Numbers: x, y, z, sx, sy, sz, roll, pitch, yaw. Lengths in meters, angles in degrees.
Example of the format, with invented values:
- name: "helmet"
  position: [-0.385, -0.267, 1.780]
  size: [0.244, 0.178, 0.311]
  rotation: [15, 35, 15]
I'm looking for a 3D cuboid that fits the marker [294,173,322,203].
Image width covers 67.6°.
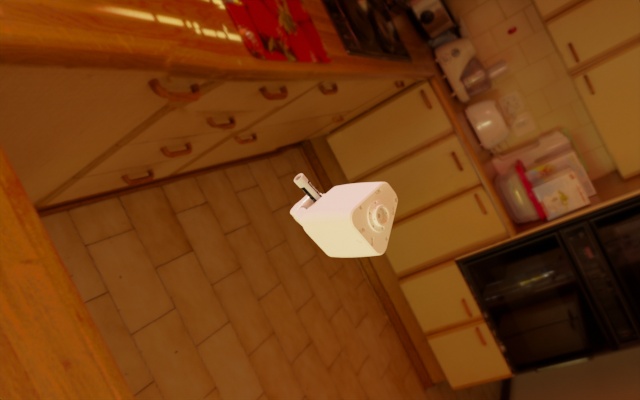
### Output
- name: "marker"
  position: [0.000, 0.003, 0.793]
  size: [0.020, 0.020, 0.121]
  rotation: [0, -41, 52]
